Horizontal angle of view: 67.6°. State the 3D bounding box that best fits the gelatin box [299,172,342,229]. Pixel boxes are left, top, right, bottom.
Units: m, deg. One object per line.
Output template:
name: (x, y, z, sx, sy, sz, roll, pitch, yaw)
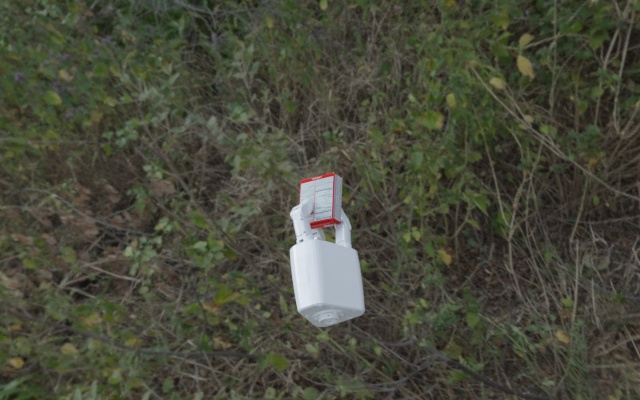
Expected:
gelatin box: (0.000, 0.002, 0.823, 0.073, 0.089, 0.030, -13, -25, 33)
